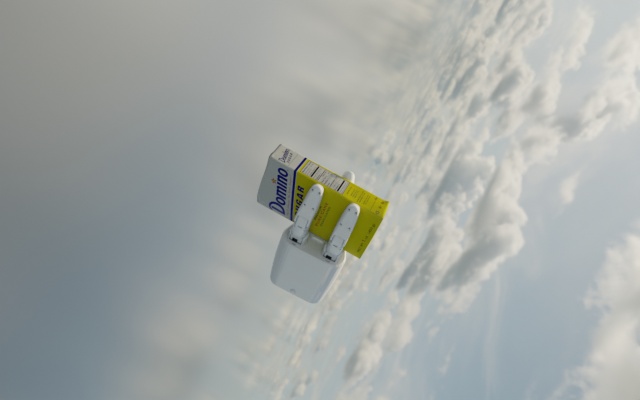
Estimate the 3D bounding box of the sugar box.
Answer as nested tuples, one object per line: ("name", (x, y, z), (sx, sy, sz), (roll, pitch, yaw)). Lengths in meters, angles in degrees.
("sugar box", (0.000, 0.003, 0.676), (0.176, 0.093, 0.048), (26, 42, 4))
